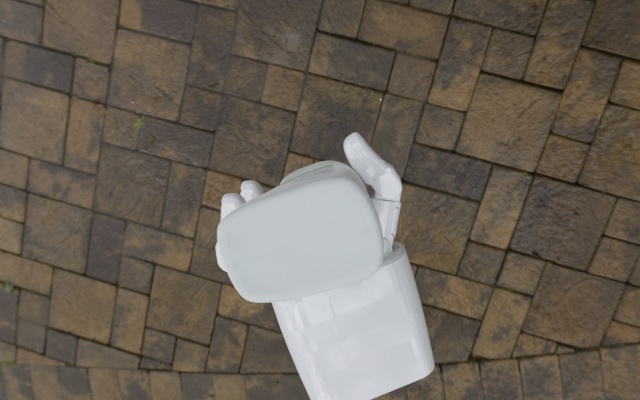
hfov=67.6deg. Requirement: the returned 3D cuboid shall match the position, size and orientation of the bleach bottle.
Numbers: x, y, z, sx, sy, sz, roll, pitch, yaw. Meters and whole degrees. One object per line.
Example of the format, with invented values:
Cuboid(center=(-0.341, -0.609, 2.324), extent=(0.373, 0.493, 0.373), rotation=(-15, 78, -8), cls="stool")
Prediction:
Cuboid(center=(0.000, 0.001, 0.401), extent=(0.102, 0.068, 0.250), rotation=(-17, 9, 10), cls="bleach bottle")
